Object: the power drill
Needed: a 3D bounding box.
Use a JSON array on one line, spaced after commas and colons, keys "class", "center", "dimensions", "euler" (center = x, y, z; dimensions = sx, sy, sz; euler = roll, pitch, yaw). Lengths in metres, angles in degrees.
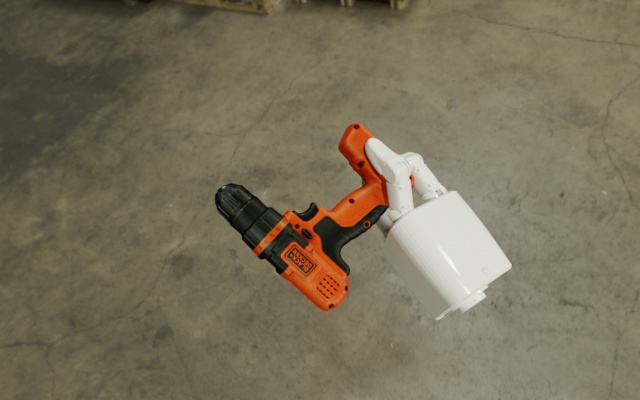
[{"class": "power drill", "center": [0.001, 0.002, 0.546], "dimensions": [0.184, 0.187, 0.057], "euler": [44, -11, -3]}]
